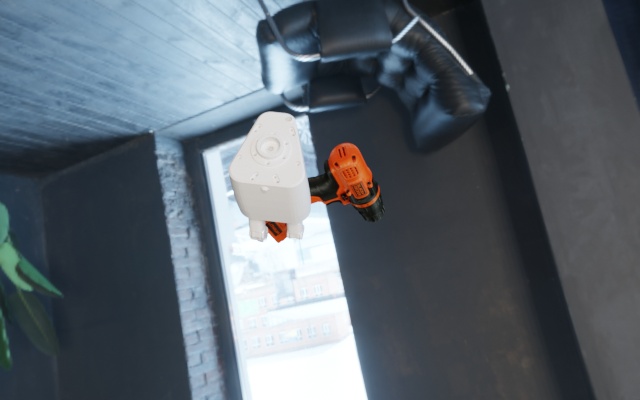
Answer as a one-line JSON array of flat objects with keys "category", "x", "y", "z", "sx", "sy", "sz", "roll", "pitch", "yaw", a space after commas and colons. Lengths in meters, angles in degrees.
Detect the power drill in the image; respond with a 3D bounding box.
[{"category": "power drill", "x": 0.000, "y": 0.003, "z": 0.752, "sx": 0.187, "sy": 0.057, "sz": 0.184, "roll": -22, "pitch": -39, "yaw": 9}]
